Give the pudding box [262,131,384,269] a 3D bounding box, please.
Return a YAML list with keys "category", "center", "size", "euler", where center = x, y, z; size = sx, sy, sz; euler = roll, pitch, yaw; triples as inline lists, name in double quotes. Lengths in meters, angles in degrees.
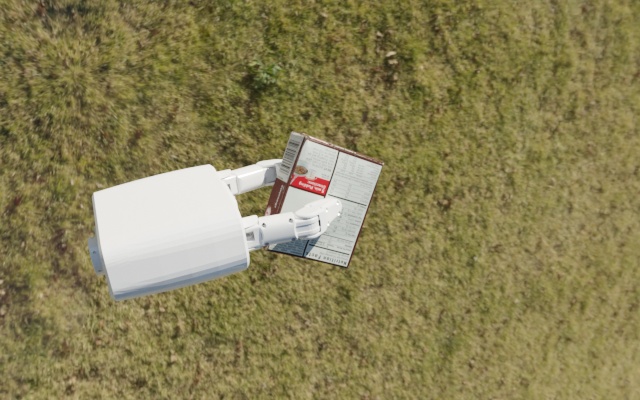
- category: "pudding box"
  center: [0.000, 0.002, 0.457]
  size: [0.090, 0.113, 0.039]
  euler: [16, 8, -26]
